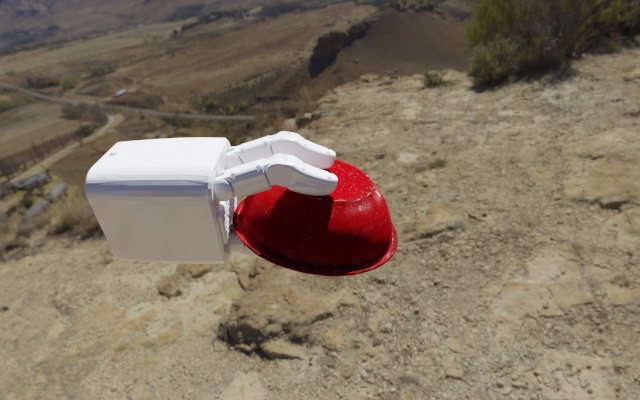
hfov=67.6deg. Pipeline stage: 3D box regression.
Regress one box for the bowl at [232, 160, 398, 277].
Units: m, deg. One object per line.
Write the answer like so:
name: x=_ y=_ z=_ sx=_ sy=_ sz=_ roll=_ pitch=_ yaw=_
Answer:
bowl: x=0.001 y=0.001 z=0.453 sx=0.162 sy=0.055 sz=0.162 roll=8 pitch=28 yaw=-4
